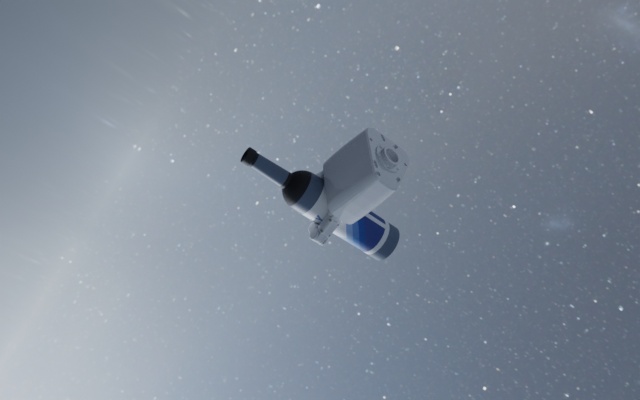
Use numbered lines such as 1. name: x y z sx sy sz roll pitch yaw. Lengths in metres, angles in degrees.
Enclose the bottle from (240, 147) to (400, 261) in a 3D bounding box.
1. bottle: 0.000 0.003 0.786 0.296 0.069 0.069 32 -13 -21
